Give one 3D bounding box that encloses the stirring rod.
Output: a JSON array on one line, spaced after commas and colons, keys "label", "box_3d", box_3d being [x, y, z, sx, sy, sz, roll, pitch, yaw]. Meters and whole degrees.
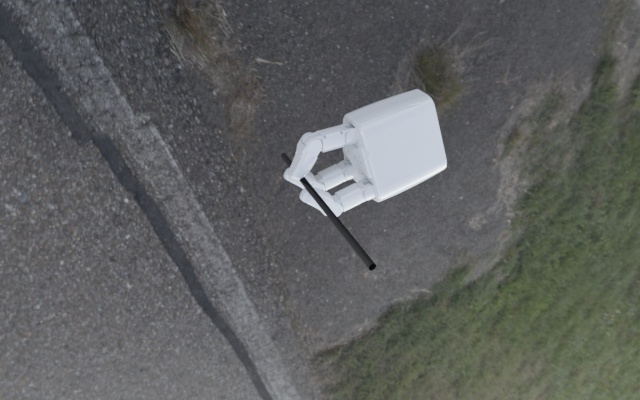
[{"label": "stirring rod", "box_3d": [0.000, 0.002, 0.542, 0.011, 0.011, 0.239, 0, 31, -28]}]
